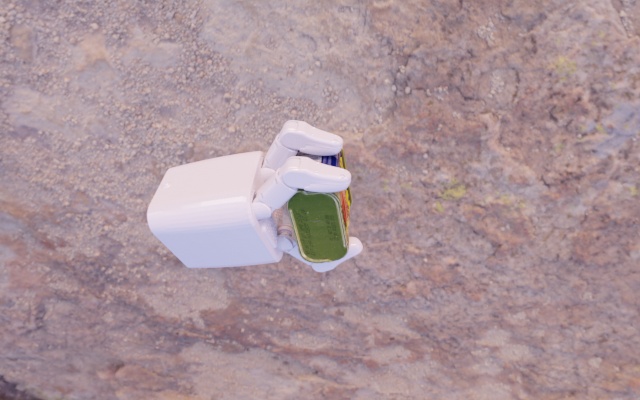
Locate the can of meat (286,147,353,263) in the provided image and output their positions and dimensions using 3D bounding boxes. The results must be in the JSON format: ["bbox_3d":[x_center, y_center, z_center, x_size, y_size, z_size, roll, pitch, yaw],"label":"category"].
[{"bbox_3d":[0.000,0.002,0.492,0.057,0.102,0.084,-6,39,9],"label":"can of meat"}]
